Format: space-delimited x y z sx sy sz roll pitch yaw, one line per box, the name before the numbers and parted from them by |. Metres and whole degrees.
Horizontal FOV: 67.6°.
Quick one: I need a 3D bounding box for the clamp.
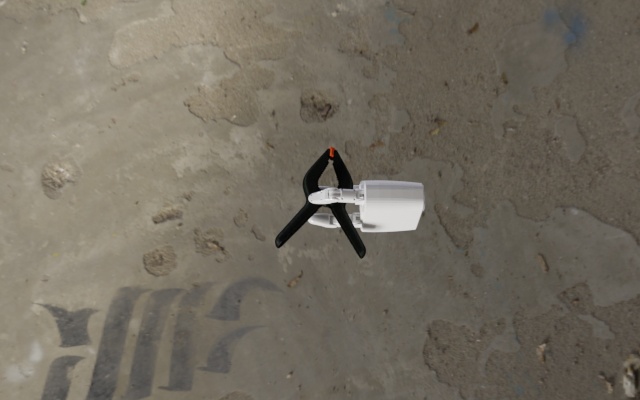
clamp | 0.000 0.002 0.883 0.164 0.210 0.036 1 -15 -2
